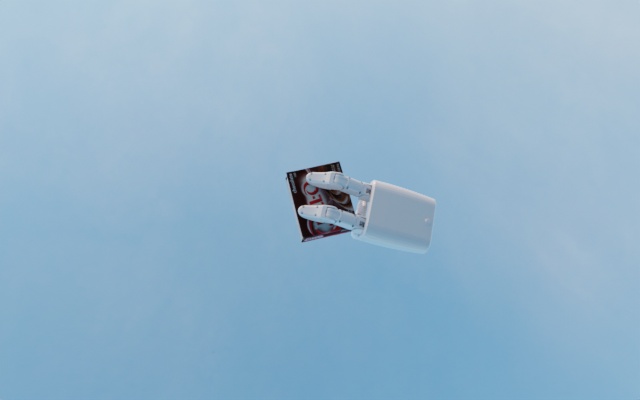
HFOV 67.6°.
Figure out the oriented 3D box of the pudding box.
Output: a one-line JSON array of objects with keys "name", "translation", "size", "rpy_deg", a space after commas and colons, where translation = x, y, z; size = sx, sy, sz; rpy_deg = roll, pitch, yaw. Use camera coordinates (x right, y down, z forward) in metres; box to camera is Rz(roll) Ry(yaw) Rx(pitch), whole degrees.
[{"name": "pudding box", "translation": [0.000, 0.003, 0.758], "size": [0.090, 0.113, 0.039], "rpy_deg": [-13, -16, -12]}]
